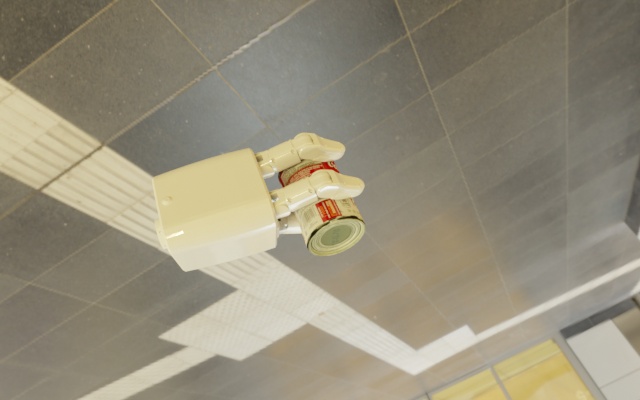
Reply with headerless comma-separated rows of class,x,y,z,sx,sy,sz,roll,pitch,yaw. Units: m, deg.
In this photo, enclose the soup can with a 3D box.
soup can,0.001,0.002,0.528,0.068,0.102,0.069,-16,-35,-12
